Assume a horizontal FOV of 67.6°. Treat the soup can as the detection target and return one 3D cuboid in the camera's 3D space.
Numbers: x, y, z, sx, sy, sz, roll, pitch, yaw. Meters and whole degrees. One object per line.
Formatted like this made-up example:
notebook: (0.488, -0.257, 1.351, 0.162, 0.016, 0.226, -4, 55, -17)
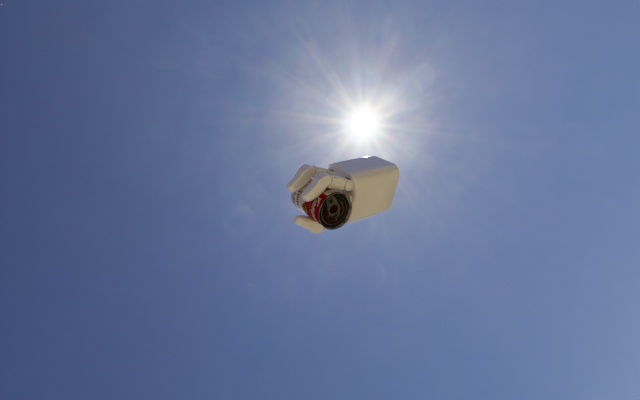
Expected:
soup can: (0.000, 0.003, 0.860, 0.068, 0.068, 0.102, 0, 19, -34)
